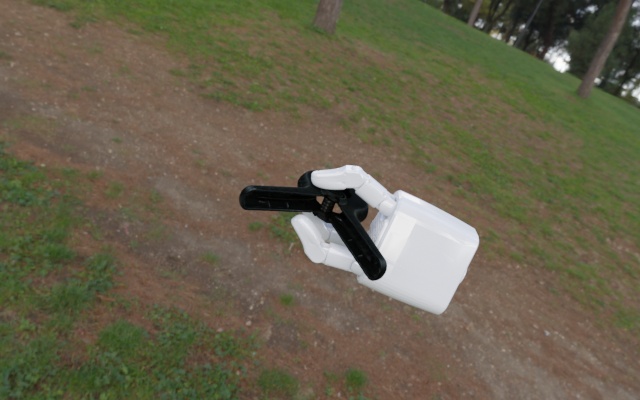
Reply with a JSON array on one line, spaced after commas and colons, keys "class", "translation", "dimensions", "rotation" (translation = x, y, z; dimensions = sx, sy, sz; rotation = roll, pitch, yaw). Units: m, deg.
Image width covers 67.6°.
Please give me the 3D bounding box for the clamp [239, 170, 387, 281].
[{"class": "clamp", "translation": [0.001, 0.001, 0.556], "dimensions": [0.164, 0.036, 0.210], "rotation": [28, 21, -5]}]
